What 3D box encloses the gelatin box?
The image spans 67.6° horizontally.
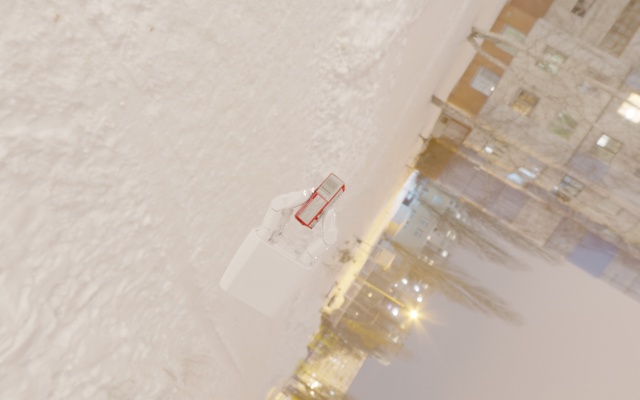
[{"bbox_3d":[0.001,0.002,0.745,0.030,0.089,0.073,41,-1,7],"label":"gelatin box"}]
